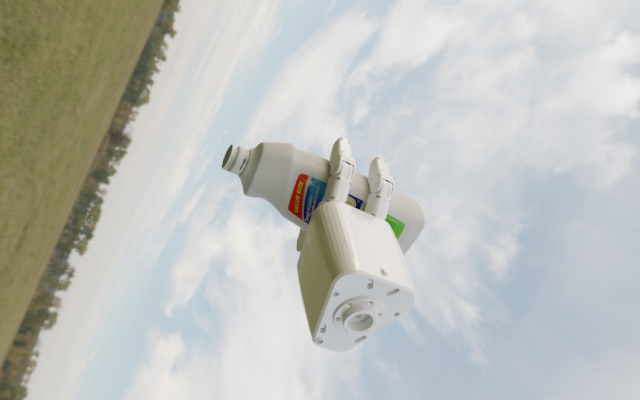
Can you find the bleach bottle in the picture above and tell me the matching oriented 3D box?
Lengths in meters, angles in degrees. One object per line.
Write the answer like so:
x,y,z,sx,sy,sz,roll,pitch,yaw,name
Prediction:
0.000,0.002,0.572,0.251,0.103,0.068,22,28,-24,bleach bottle
